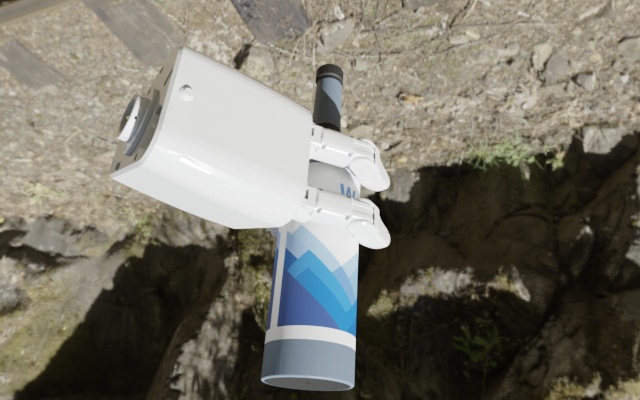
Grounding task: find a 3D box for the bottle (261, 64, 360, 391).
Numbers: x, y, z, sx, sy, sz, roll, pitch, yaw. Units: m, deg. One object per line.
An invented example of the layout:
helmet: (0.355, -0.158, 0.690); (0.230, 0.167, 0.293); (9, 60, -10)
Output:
bottle: (0.000, 0.002, 0.408); (0.069, 0.295, 0.069); (3, -28, 2)
